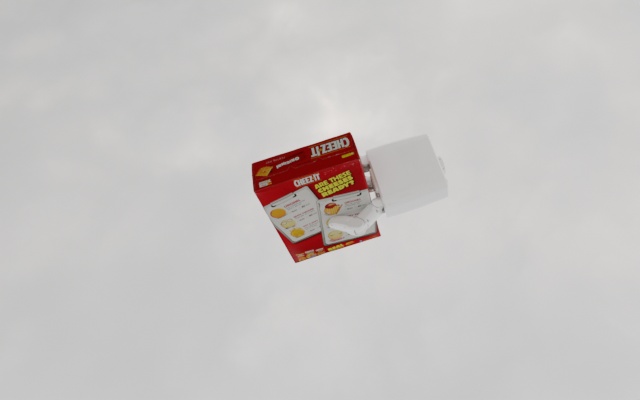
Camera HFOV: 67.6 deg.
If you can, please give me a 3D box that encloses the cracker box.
[{"bbox_3d":[0.000,0.003,0.786,0.164,0.072,0.214,-18,-40,4],"label":"cracker box"}]
